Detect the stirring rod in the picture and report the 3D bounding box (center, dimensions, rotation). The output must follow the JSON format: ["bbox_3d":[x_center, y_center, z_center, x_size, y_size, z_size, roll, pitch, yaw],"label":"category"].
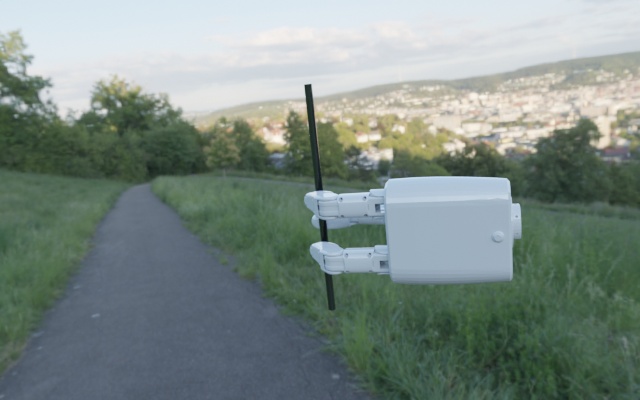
[{"bbox_3d":[0.000,0.002,0.498,0.011,0.239,0.011,-6,12,1],"label":"stirring rod"}]
